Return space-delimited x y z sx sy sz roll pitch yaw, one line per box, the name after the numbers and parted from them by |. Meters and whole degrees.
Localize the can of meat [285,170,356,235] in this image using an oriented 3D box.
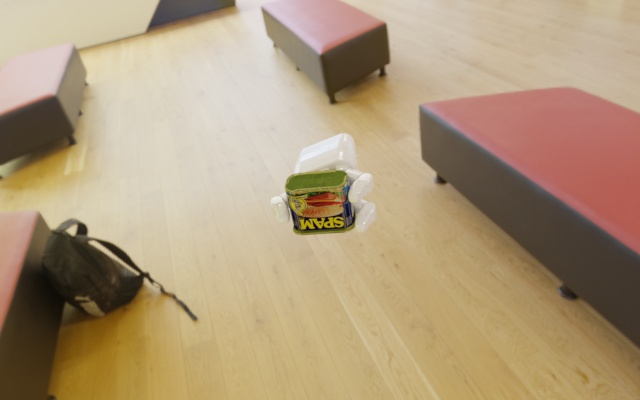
0.000 0.002 0.741 0.102 0.084 0.057 -4 34 10 | can of meat
